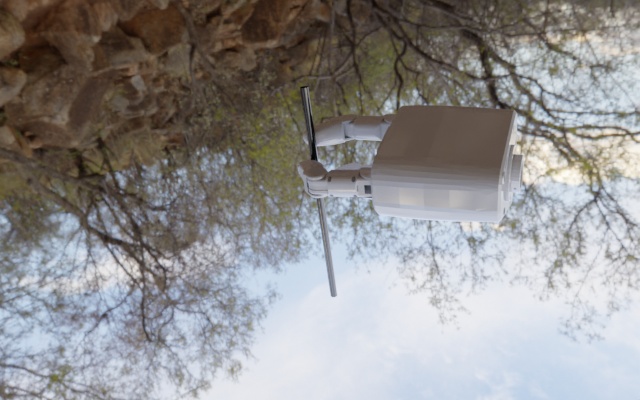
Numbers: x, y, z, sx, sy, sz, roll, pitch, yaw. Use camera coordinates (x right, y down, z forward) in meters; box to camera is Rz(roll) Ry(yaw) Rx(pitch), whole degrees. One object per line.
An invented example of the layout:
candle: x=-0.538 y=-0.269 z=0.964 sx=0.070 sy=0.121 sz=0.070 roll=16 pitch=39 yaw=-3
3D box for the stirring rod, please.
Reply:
stirring rod: x=0.000 y=0.002 z=0.498 sx=0.011 sy=0.240 sz=0.011 roll=-7 pitch=26 yaw=3
